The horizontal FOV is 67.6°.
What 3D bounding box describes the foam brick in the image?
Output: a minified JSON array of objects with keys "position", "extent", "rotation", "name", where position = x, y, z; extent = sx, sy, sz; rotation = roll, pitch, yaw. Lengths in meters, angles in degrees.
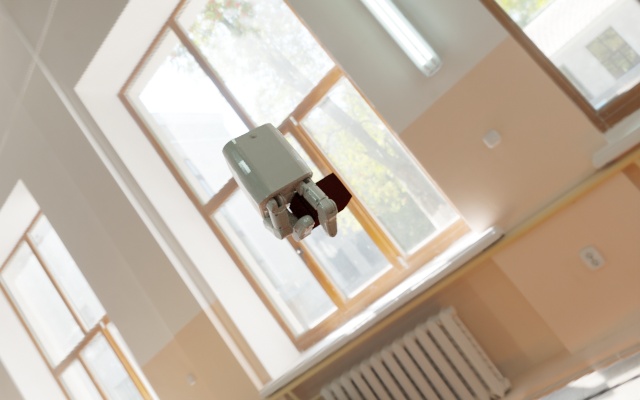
[{"position":[0.000,0.002,0.739],"extent":[0.078,0.051,0.053],"rotation":[-31,-15,-28],"name":"foam brick"}]
